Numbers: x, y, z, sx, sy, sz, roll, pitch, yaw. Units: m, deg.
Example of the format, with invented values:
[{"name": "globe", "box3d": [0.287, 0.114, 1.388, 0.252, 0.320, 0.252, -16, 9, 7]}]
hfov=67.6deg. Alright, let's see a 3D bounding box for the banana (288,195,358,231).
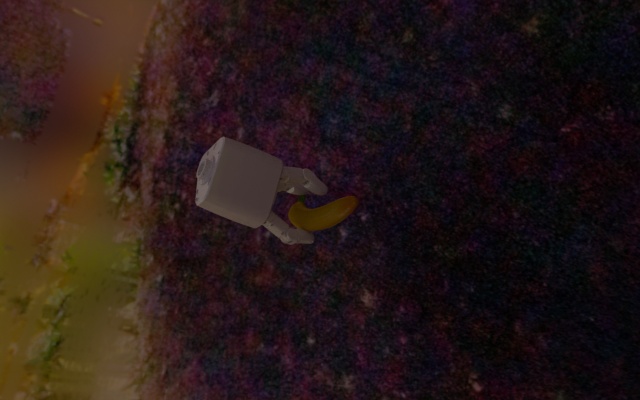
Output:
[{"name": "banana", "box3d": [-0.008, 0.020, 0.795, 0.037, 0.069, 0.198, 26, -10, -28]}]
